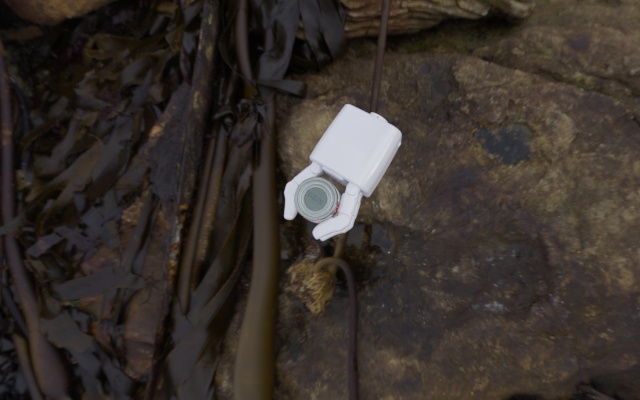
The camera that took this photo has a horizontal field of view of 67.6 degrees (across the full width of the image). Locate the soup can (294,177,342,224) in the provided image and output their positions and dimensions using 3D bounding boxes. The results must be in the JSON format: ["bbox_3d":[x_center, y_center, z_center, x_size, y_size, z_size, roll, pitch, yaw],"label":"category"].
[{"bbox_3d":[0.000,0.003,0.753,0.068,0.068,0.102,0,-6,8],"label":"soup can"}]
